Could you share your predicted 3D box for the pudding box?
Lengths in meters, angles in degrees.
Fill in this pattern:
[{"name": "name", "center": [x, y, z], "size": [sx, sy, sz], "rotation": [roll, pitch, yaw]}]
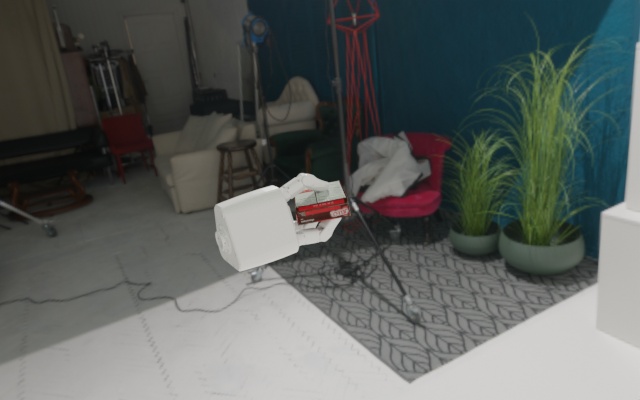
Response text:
[{"name": "pudding box", "center": [0.000, 0.003, 0.836], "size": [0.090, 0.039, 0.113], "rotation": [-10, 20, -1]}]
